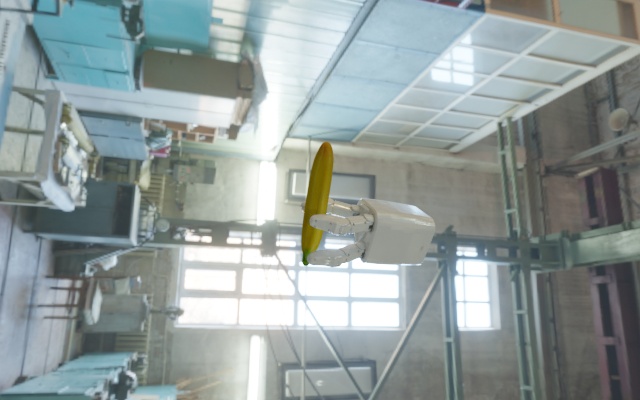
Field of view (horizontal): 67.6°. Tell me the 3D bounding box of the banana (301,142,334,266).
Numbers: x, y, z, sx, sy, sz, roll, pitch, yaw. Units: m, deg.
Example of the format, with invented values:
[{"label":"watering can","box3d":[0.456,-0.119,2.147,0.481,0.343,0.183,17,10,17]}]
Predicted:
[{"label":"banana","box3d":[-0.004,0.004,0.776,0.037,0.198,0.069,7,5,-11]}]
